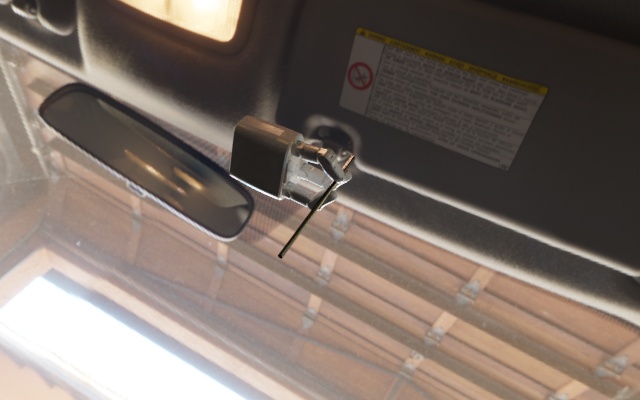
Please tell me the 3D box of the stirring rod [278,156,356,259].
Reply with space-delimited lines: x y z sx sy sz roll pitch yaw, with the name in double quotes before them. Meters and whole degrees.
"stirring rod" 0.000 0.002 0.736 0.011 0.011 0.239 0 39 37
